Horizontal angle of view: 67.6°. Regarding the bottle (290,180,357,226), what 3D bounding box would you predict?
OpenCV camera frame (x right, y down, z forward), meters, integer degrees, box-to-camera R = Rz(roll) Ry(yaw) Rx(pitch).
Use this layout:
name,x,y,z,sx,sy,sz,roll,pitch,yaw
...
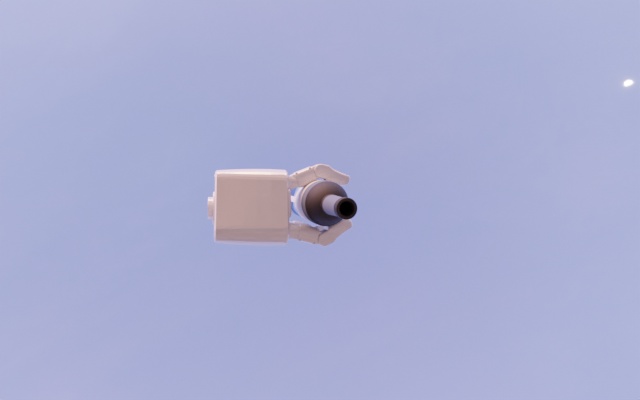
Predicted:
name,x,y,z,sx,sy,sz,roll,pitch,yaw
bottle,0.000,0.002,0.727,0.069,0.069,0.295,0,3,-13
